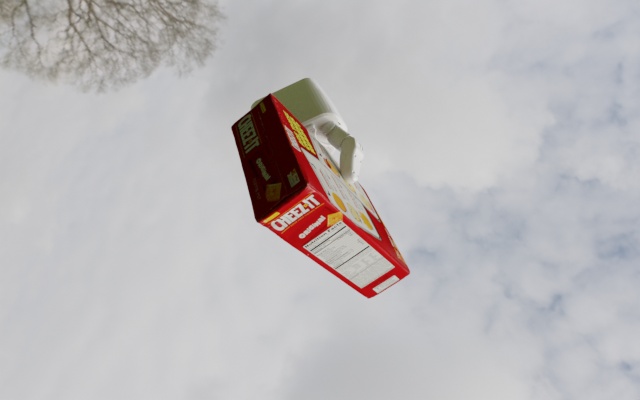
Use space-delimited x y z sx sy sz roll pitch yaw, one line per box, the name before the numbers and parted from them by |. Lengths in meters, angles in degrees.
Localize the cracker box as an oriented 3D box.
cracker box | 0.000 0.002 0.554 0.072 0.164 0.214 -37 -46 13
